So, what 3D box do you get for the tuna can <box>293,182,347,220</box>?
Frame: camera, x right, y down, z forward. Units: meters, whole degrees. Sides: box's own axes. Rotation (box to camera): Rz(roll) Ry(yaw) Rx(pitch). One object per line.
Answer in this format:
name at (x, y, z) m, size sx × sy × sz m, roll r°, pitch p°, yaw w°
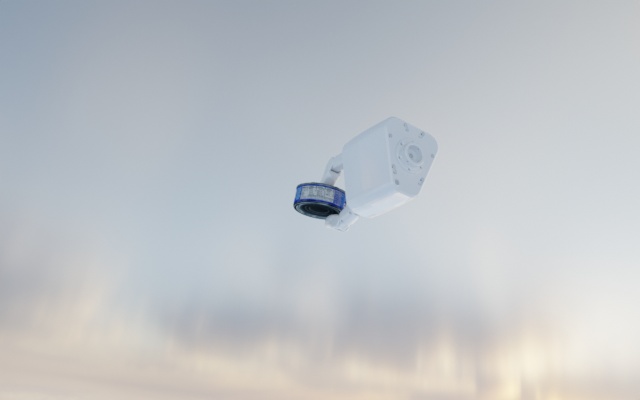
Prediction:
tuna can at (0.000, 0.003, 0.762) m, size 0.086 × 0.033 × 0.086 m, roll 9°, pitch -18°, yaw 3°
